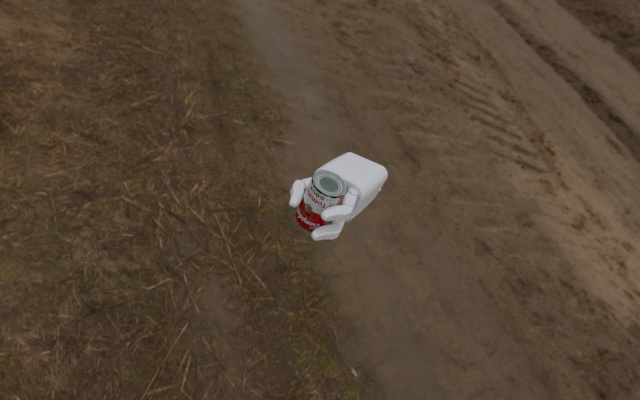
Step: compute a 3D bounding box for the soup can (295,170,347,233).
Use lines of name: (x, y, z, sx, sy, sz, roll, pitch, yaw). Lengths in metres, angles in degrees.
soup can: (0.000, 0.003, 0.877, 0.068, 0.068, 0.102, 0, -41, -26)
